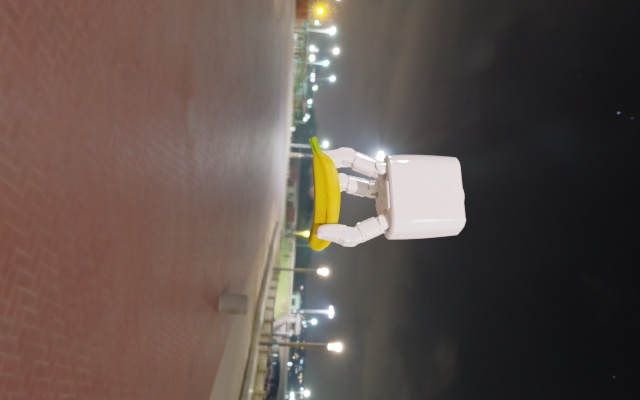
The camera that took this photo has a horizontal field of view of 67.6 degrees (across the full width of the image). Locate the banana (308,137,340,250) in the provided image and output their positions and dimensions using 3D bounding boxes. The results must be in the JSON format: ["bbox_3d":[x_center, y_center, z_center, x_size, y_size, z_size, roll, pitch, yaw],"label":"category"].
[{"bbox_3d":[0.004,0.011,0.676,0.037,0.198,0.069,-5,38,-11],"label":"banana"}]
